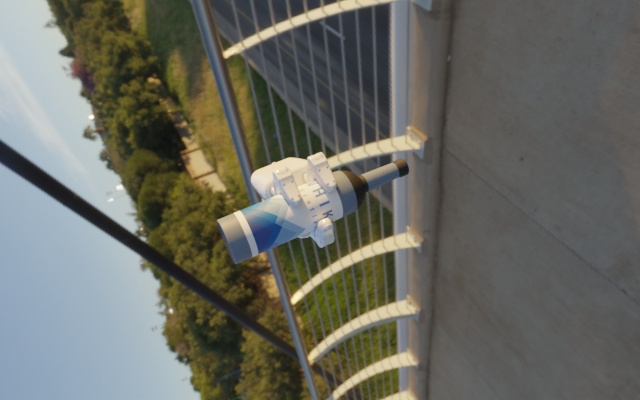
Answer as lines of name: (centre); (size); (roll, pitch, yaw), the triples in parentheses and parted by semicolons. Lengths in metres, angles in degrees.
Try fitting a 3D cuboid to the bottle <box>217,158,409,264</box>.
bottle: (0.000, 0.002, 0.698); (0.295, 0.069, 0.069); (-23, 7, -17)
